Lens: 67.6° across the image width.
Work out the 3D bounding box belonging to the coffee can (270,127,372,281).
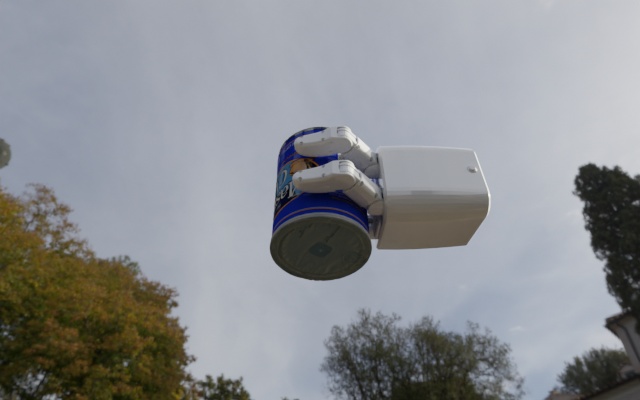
[{"bbox_3d":[0.000,0.002,0.527,0.103,0.140,0.103,0,-44,0],"label":"coffee can"}]
